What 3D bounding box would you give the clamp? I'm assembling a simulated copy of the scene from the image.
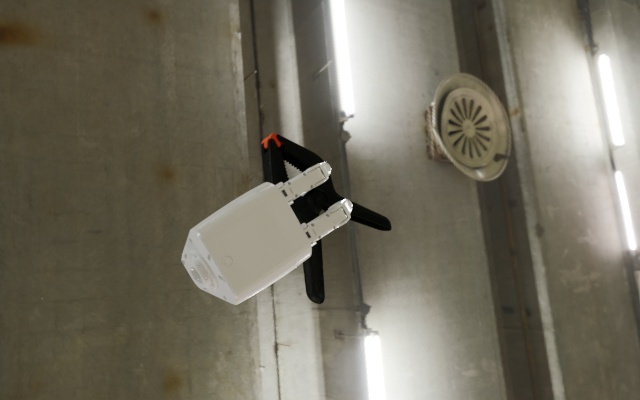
[{"bbox_3d":[-0.001,0.002,0.617,0.164,0.210,0.036,-33,7,-35],"label":"clamp"}]
